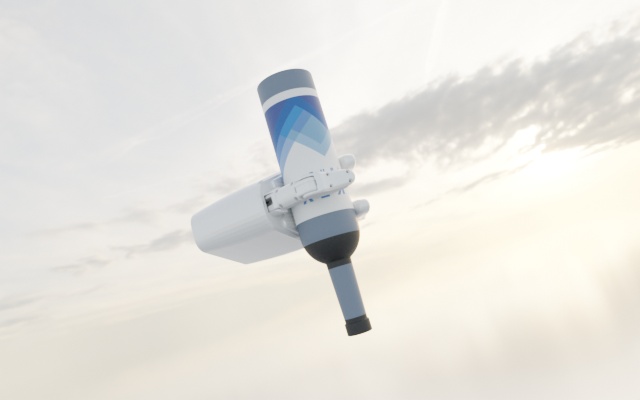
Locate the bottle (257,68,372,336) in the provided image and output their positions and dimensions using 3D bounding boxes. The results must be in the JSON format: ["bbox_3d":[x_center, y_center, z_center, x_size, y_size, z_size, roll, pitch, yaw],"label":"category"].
[{"bbox_3d":[0.000,0.001,0.531,0.069,0.295,0.069,-16,-10,-3],"label":"bottle"}]
